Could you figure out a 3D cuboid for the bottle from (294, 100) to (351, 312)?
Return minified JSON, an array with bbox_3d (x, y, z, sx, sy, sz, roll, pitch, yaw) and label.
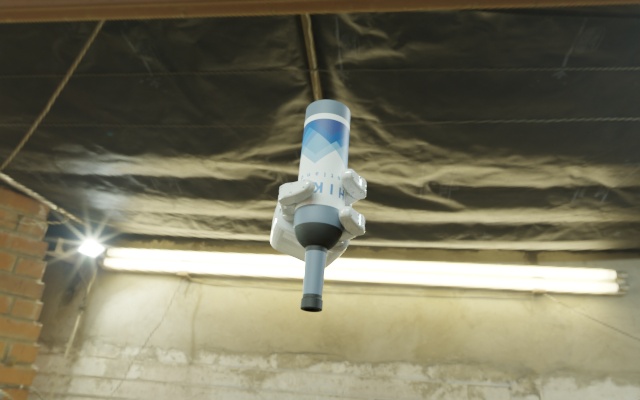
[{"bbox_3d":[0.000,0.002,0.649,0.069,0.295,0.069,4,-25,2],"label":"bottle"}]
